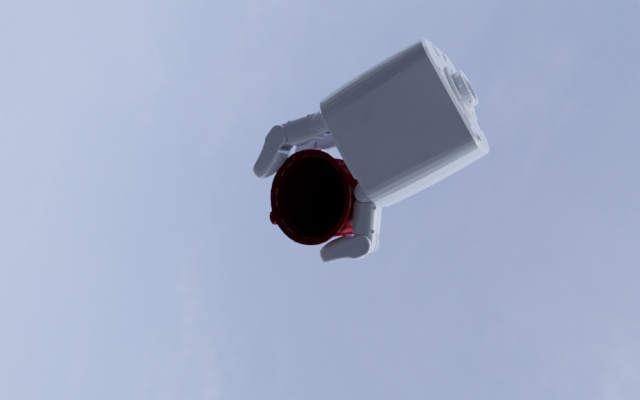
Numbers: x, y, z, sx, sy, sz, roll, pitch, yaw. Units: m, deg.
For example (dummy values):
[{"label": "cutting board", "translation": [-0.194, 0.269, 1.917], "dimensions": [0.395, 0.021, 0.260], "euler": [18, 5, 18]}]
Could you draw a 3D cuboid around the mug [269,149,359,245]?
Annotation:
[{"label": "mug", "translation": [-0.001, 0.002, 0.498], "dimensions": [0.117, 0.093, 0.081], "euler": [-27, -14, 30]}]
